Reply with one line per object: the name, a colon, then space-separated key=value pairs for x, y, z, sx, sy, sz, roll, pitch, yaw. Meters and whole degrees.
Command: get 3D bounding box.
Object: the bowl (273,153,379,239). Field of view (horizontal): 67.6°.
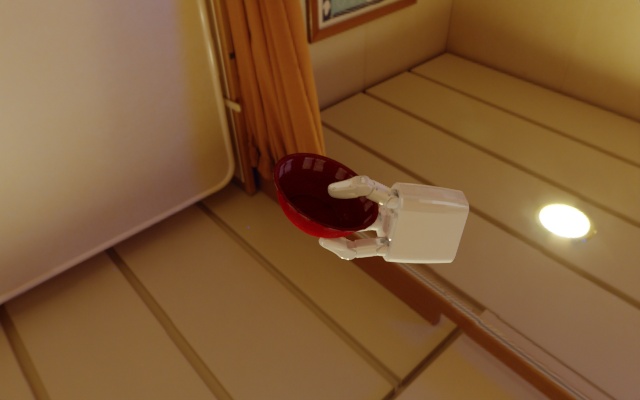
bowl: x=-0.001 y=0.002 z=0.688 sx=0.162 sy=0.055 sz=0.162 roll=18 pitch=37 yaw=-14
